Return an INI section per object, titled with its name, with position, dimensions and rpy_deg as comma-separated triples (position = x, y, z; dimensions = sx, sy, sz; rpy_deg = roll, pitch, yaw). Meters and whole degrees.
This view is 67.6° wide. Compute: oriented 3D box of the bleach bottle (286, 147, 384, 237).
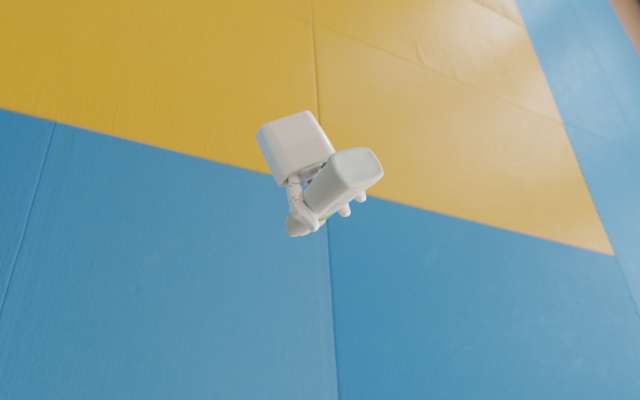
[bleach bottle]
position = 0.000, 0.003, 0.839
dimensions = 0.102, 0.068, 0.251
rpy_deg = -18, -17, -40
